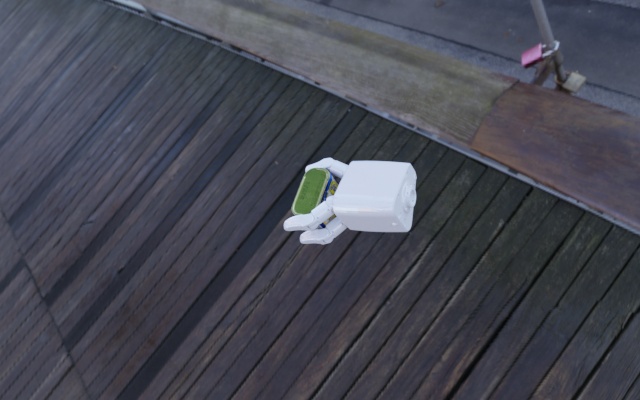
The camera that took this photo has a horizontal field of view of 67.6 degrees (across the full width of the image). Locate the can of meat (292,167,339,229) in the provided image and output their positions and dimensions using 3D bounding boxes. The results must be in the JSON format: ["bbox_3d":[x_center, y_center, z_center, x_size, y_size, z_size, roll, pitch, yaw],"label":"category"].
[{"bbox_3d":[0.000,0.003,0.851,0.057,0.102,0.084,7,-23,32],"label":"can of meat"}]
